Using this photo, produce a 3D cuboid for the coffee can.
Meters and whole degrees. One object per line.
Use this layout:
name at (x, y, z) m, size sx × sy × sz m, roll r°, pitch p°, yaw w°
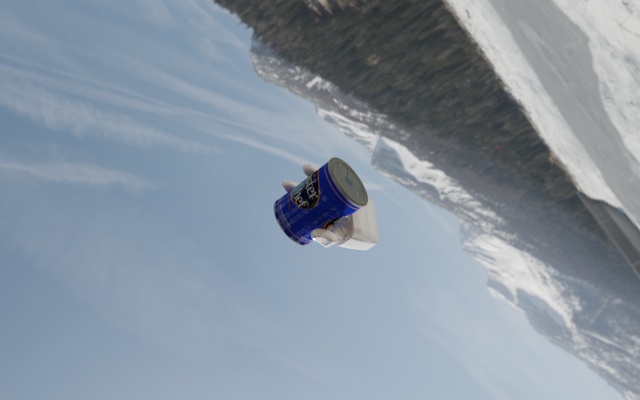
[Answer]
coffee can at (0.000, 0.003, 0.864) m, size 0.140 × 0.102 × 0.103 m, roll -36°, pitch -17°, yaw 25°
